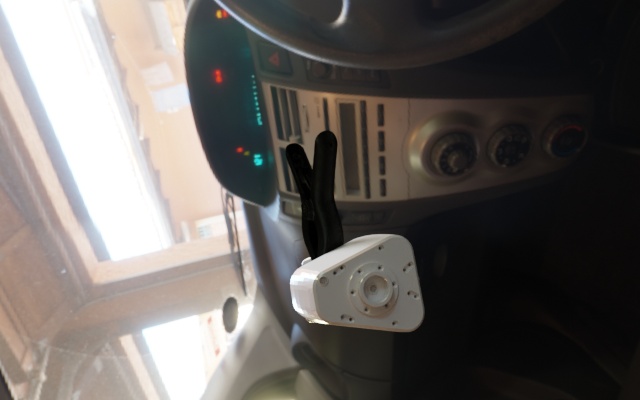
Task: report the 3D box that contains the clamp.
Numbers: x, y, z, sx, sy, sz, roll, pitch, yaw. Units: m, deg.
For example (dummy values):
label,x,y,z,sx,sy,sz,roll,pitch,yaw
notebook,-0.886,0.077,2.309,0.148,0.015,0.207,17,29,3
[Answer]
label,x,y,z,sx,sy,sz,roll,pitch,yaw
clamp,0.000,0.002,0.555,0.039,0.171,0.120,-13,-5,-17
